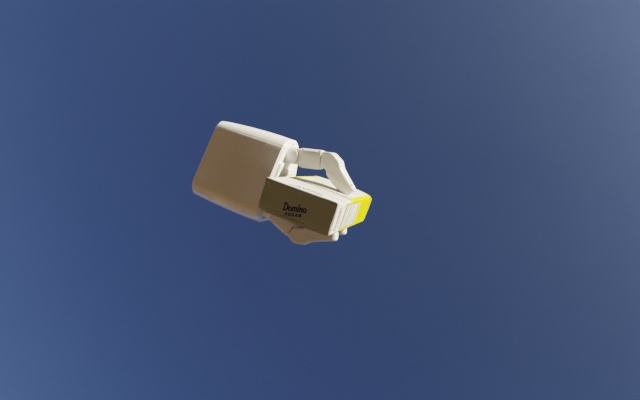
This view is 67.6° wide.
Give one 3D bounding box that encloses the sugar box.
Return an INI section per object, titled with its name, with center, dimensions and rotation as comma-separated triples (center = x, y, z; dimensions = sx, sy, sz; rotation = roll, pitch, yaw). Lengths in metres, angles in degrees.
[sugar box]
center = 0.000, 0.002, 0.611
dimensions = 0.093, 0.048, 0.176
rotation = 20, 11, 16
